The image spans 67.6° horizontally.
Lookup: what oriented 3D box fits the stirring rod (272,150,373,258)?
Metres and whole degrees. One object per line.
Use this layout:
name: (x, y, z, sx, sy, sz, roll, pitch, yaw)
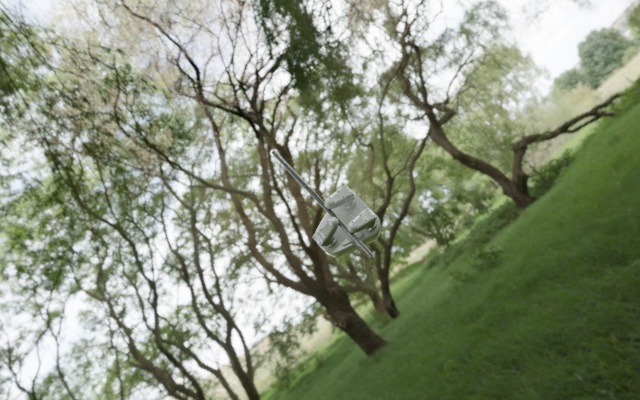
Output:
stirring rod: (0.000, 0.003, 0.775, 0.011, 0.239, 0.011, -40, -15, -13)
